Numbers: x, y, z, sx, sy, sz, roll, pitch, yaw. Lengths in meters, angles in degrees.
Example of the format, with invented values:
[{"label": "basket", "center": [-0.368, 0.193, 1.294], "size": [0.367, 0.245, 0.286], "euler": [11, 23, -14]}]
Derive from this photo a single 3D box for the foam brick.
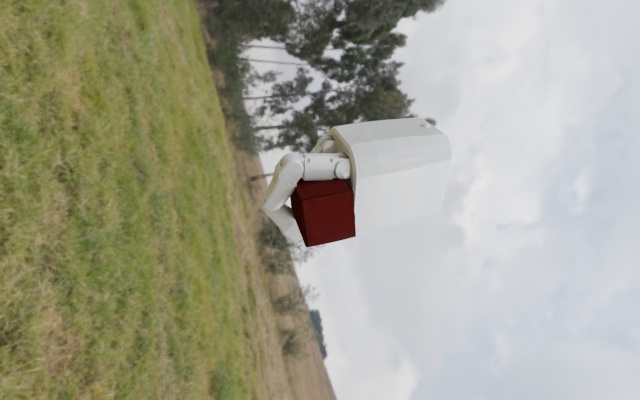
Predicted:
[{"label": "foam brick", "center": [0.000, 0.002, 0.478], "size": [0.051, 0.053, 0.078], "euler": [-9, 28, -10]}]
